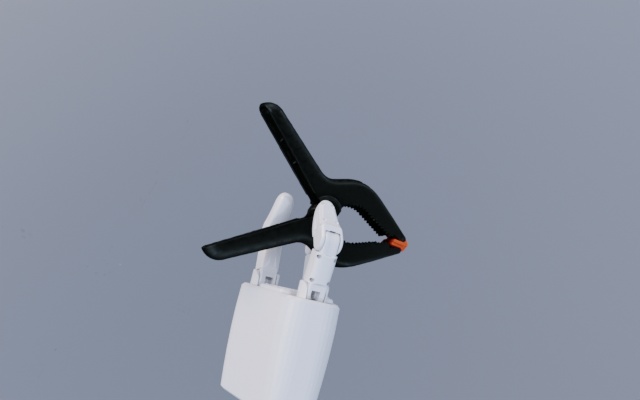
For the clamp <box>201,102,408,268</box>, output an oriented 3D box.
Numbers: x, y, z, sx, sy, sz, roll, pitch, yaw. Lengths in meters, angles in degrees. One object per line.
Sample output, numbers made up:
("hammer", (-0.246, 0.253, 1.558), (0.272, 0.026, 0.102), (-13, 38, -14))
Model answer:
("clamp", (0.001, 0.002, 0.495), (0.210, 0.164, 0.036), (17, -7, -20))
